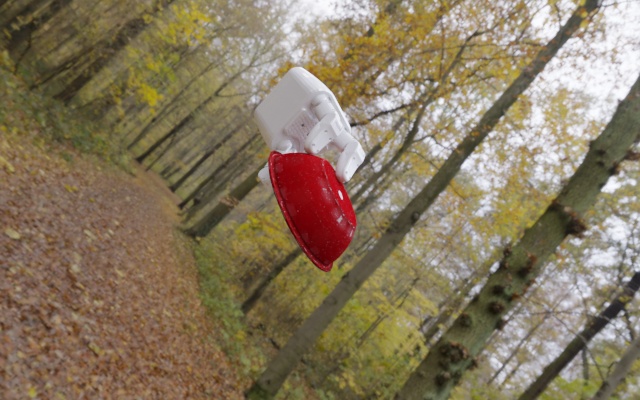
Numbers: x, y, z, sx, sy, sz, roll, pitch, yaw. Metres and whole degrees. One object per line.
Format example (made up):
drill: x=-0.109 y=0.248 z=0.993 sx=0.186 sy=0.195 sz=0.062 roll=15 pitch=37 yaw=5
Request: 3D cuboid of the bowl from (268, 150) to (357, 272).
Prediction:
bowl: x=0.001 y=0.003 z=0.579 sx=0.055 sy=0.162 sz=0.162 roll=-25 pitch=-6 yaw=12
